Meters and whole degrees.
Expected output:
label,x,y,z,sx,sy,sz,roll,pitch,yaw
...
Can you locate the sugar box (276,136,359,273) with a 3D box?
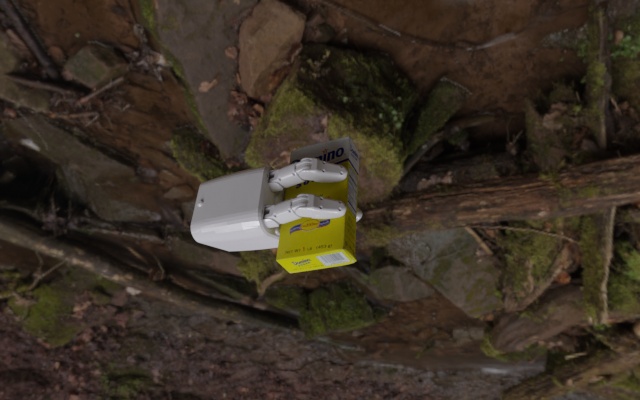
label,x,y,z,sx,sy,sz,roll,pitch,yaw
sugar box,0.000,0.002,0.623,0.093,0.176,0.048,-12,-35,22
